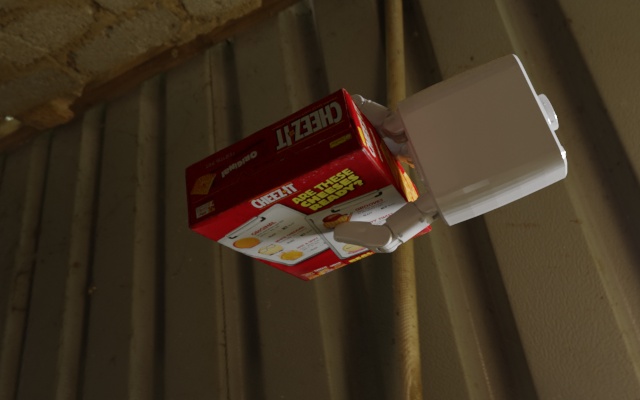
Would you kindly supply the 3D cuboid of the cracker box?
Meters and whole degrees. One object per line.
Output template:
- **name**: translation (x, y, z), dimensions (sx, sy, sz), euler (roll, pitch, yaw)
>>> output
- **cracker box**: translation (0.000, 0.002, 0.473), dimensions (0.164, 0.072, 0.214), euler (-24, -30, 17)
